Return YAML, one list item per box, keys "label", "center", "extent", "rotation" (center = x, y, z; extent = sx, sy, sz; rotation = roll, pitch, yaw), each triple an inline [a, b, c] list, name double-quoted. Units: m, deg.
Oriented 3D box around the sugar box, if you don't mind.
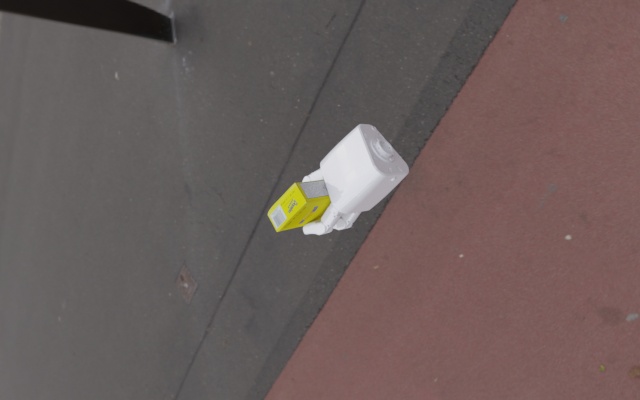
- label: "sugar box"
  center: [0.000, 0.003, 0.843]
  extent: [0.176, 0.048, 0.093]
  rotation: [-7, -28, -47]
